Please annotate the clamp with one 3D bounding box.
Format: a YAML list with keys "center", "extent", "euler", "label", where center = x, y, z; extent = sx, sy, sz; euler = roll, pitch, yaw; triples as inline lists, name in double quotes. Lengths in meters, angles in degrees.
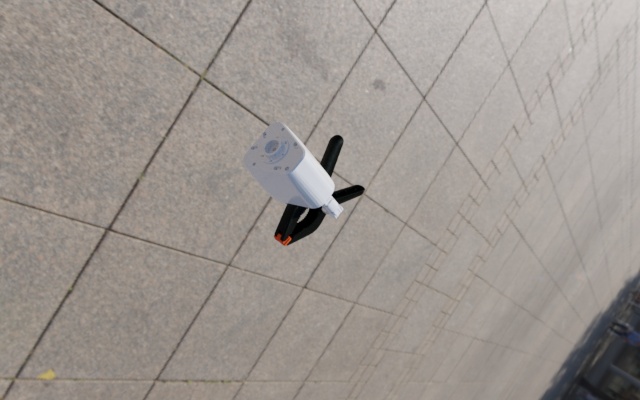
- center: [0.000, 0.004, 0.876]
  extent: [0.036, 0.210, 0.165]
  euler: [31, -11, 38]
  label: "clamp"
